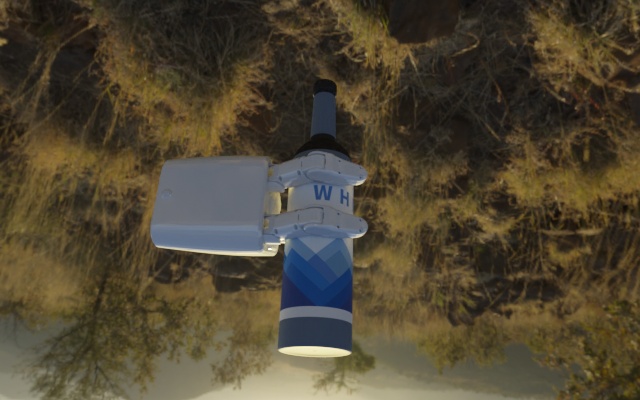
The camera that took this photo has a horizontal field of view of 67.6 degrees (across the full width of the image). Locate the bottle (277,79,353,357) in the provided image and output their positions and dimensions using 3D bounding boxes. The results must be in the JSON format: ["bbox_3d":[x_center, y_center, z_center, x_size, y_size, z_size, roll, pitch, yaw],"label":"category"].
[{"bbox_3d":[0.000,0.002,0.486,0.069,0.295,0.069,2,-25,1],"label":"bottle"}]
